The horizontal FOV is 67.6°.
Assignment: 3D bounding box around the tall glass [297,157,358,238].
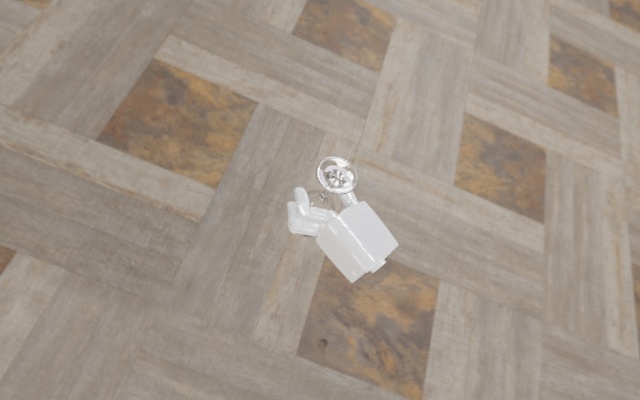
[{"bbox_3d":[0.000,0.002,0.891,0.079,0.079,0.201,0,-27,-19],"label":"tall glass"}]
